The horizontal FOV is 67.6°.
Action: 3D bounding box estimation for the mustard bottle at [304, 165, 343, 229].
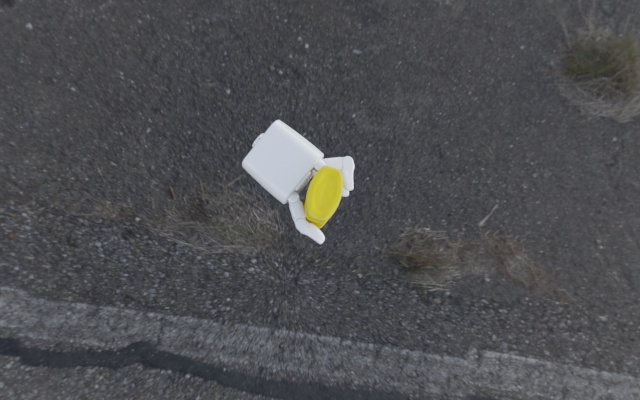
[{"bbox_3d":[0.000,0.003,0.884,0.058,0.096,0.192,16,-11,-2],"label":"mustard bottle"}]
